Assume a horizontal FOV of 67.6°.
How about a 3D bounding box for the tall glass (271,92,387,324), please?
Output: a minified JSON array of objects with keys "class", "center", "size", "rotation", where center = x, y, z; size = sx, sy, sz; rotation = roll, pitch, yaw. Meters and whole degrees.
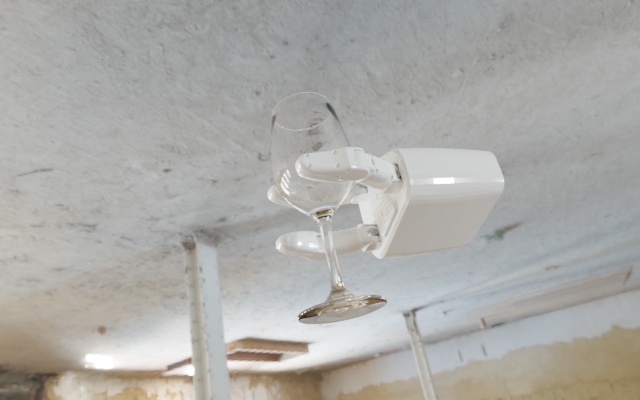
[{"class":"tall glass","center":[0.000,0.002,0.427],"size":[0.079,0.201,0.079],"rotation":[-10,-25,-5]}]
